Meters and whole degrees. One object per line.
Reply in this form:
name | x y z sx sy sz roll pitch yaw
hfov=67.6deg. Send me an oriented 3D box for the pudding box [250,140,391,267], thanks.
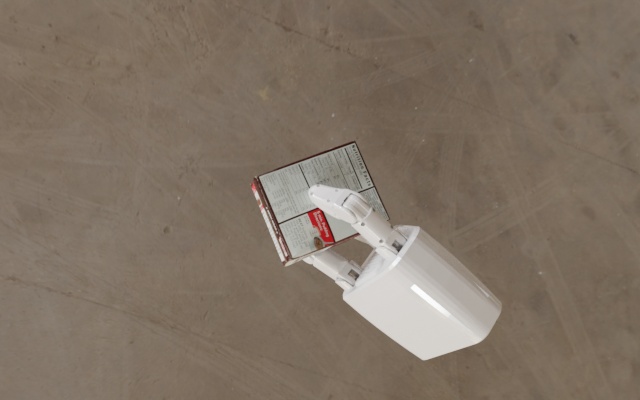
pudding box | 0.000 0.002 0.469 0.113 0.090 0.039 -21 -7 -20
